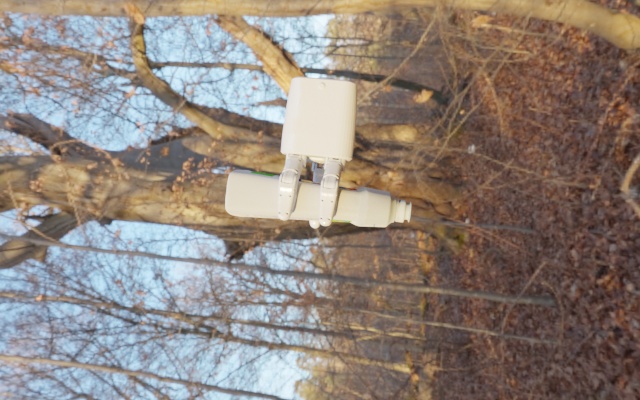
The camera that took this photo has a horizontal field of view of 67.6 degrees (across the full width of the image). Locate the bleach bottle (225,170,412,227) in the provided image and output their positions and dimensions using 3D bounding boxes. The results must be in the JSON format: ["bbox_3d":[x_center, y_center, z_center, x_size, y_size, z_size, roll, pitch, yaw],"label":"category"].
[{"bbox_3d":[0.000,0.002,0.677,0.251,0.068,0.102,6,0,6],"label":"bleach bottle"}]
